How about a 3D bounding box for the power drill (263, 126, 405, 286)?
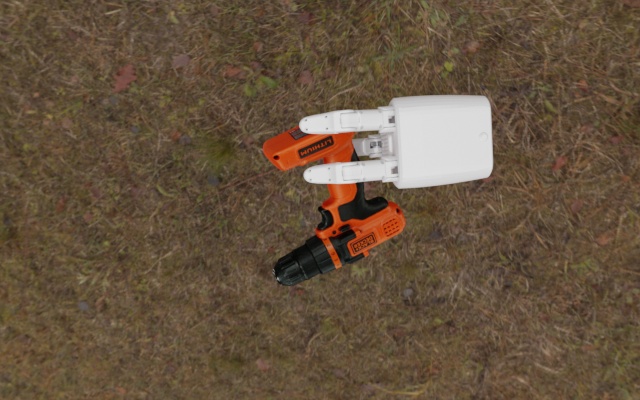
[{"bbox_3d":[0.000,0.001,0.584,0.184,0.188,0.057,-27,29,-8],"label":"power drill"}]
